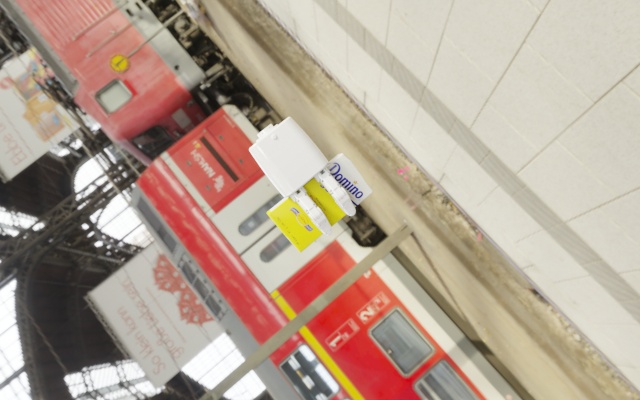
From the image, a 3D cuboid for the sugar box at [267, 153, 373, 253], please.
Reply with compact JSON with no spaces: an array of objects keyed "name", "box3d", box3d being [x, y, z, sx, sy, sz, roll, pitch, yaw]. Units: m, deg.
[{"name":"sugar box","box3d":[0.000,0.003,0.867,0.176,0.093,0.048,-40,11,-6]}]
